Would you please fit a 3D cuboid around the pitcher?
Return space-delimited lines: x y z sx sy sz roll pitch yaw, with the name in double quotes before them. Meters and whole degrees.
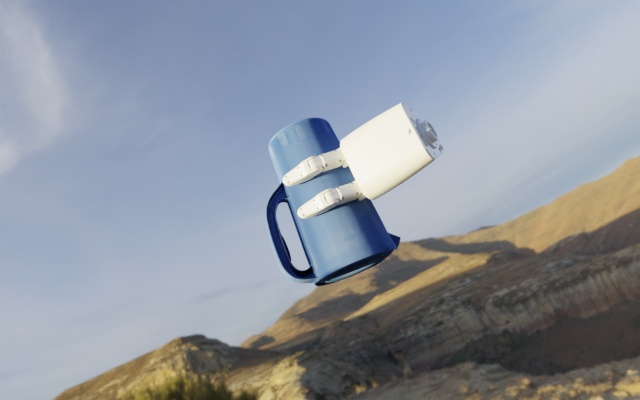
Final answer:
"pitcher" 0.000 0.002 0.729 0.145 0.242 0.149 -32 -18 26
